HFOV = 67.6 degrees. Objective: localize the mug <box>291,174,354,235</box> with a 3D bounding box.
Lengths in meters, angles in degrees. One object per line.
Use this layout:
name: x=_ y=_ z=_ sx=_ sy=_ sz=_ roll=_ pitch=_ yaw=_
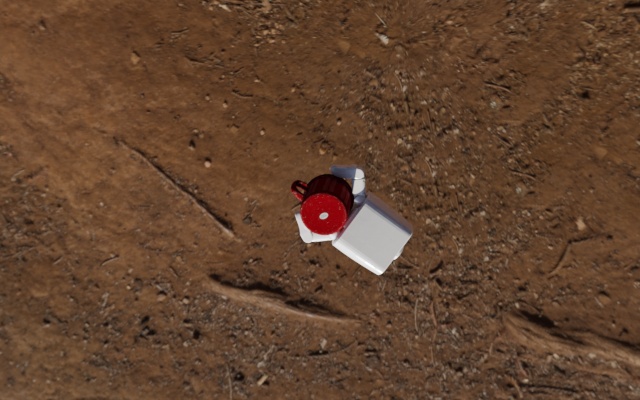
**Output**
mug: x=-0.001 y=0.002 z=0.831 sx=0.117 sy=0.093 sz=0.081 roll=34 pitch=21 yaw=-6
